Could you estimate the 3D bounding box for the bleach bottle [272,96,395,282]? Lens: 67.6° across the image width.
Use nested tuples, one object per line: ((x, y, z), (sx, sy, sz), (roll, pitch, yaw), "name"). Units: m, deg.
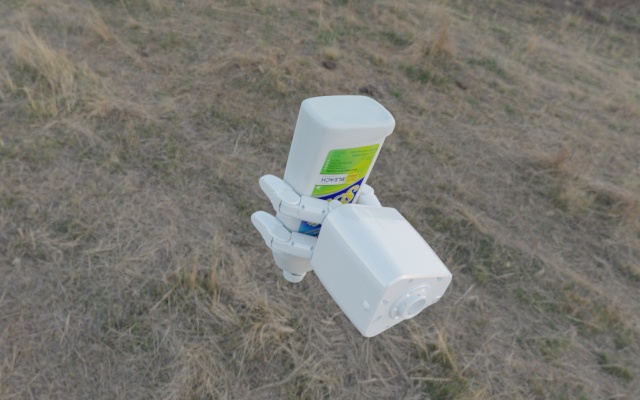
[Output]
((0.000, 0.002, 0.569), (0.102, 0.251, 0.068), (-9, 44, -30), "bleach bottle")
